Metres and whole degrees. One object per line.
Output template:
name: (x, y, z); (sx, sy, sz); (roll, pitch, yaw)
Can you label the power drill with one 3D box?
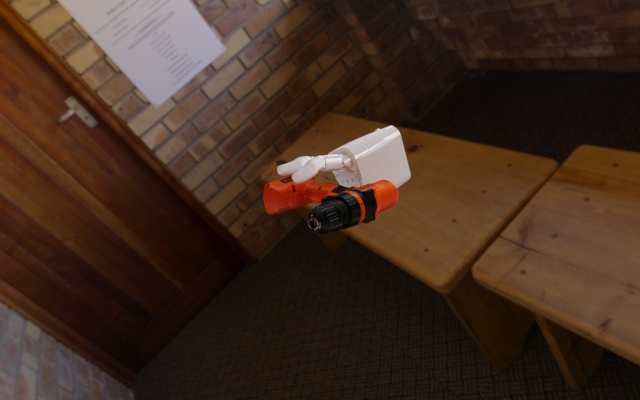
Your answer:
power drill: (0.000, 0.002, 0.740); (0.187, 0.057, 0.184); (10, 19, 41)
